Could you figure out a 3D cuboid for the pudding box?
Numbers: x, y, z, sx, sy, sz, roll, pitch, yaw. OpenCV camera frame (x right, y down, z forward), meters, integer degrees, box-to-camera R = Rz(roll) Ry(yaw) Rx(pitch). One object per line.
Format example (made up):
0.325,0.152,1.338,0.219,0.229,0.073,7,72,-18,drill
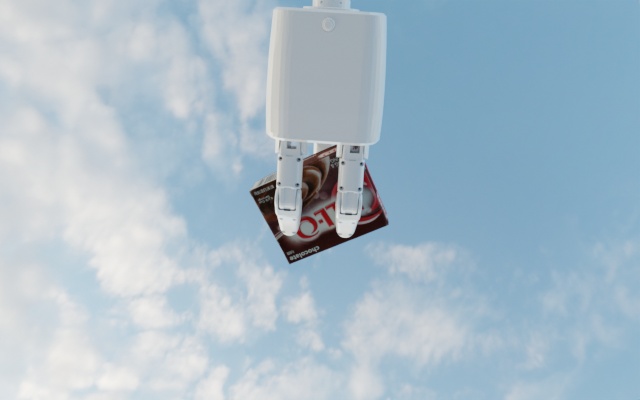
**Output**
0.000,0.001,0.478,0.113,0.090,0.039,-22,19,12,pudding box
